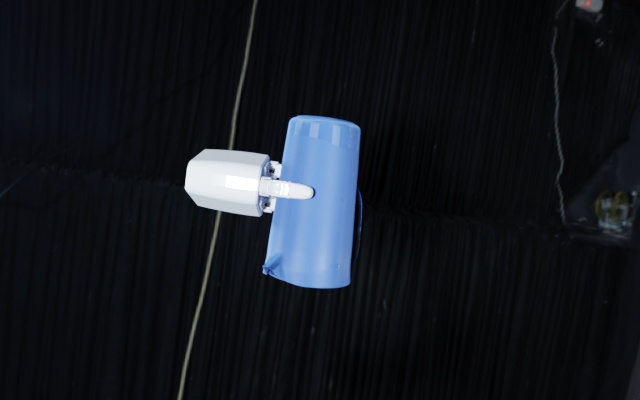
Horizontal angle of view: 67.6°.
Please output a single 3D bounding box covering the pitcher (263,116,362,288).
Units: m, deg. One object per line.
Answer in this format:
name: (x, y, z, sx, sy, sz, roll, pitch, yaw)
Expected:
pitcher: (0.000, 0.002, 0.723, 0.145, 0.243, 0.149, 7, 3, 0)
